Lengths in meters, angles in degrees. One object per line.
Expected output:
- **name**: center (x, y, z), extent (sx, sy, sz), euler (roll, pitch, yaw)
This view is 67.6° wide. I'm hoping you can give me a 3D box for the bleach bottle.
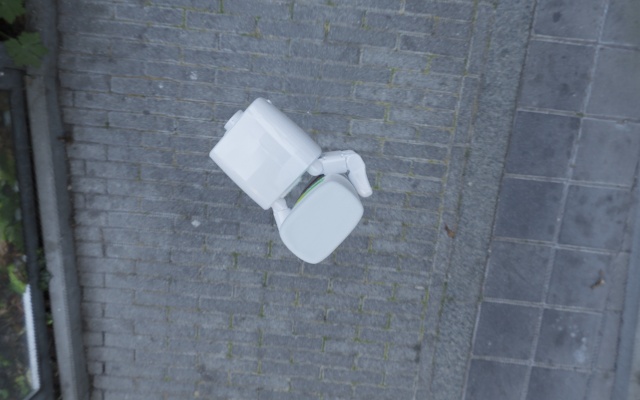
- **bleach bottle**: center (0.000, 0.002, 0.667), extent (0.068, 0.102, 0.250), euler (43, 7, -8)
